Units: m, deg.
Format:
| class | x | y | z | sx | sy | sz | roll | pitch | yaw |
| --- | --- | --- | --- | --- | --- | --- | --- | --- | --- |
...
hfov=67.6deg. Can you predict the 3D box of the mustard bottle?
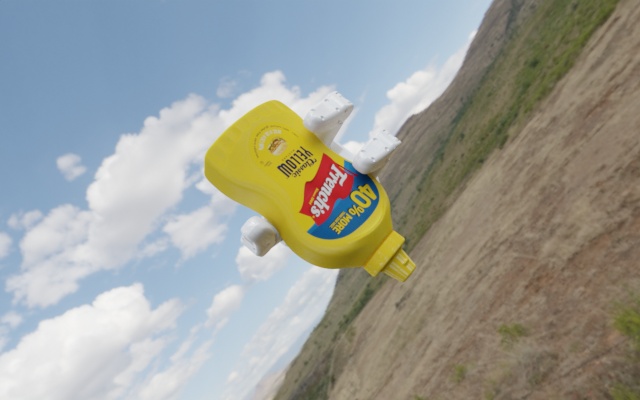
| class | x | y | z | sx | sy | sz | roll | pitch | yaw |
| --- | --- | --- | --- | --- | --- | --- | --- | --- | --- |
| mustard bottle | 0.000 | 0.001 | 0.406 | 0.096 | 0.191 | 0.058 | -45 | -10 | -31 |
